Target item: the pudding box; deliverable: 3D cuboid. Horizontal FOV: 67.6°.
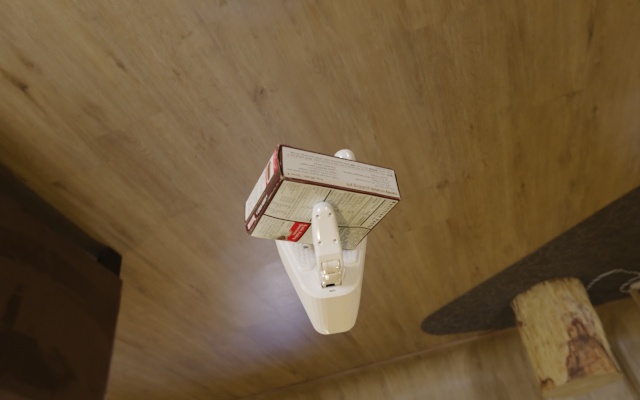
[{"bbox_3d":[0.000,0.002,0.419,0.113,0.039,0.090,9,-39,-25],"label":"pudding box"}]
